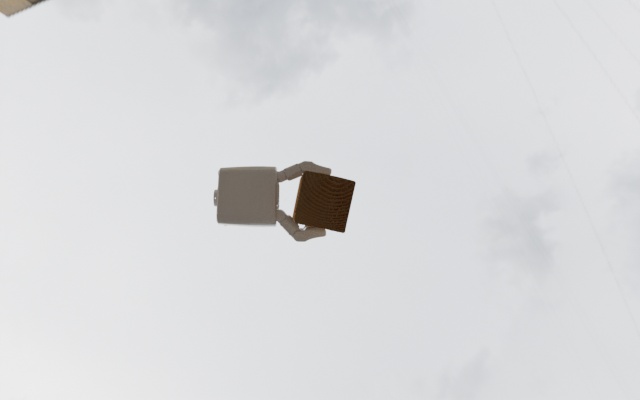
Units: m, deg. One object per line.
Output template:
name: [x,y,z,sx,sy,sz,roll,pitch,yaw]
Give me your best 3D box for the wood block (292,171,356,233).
wood block: [0.000,0.003,0.885,0.090,0.091,0.206,12,-1,-4]
